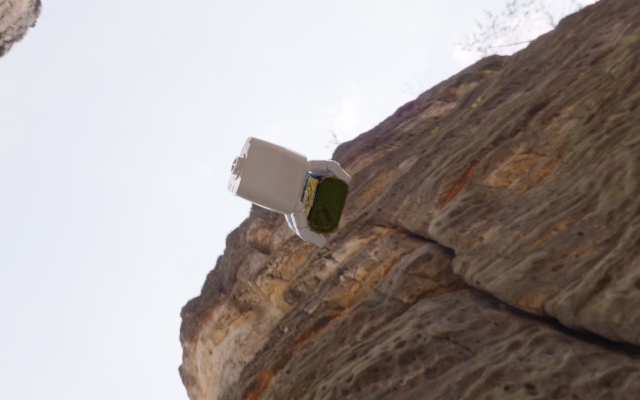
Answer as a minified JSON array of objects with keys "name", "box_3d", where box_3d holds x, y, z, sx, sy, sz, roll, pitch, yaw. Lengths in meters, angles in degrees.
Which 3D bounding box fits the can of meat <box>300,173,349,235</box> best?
[{"name":"can of meat","box_3d":[0.000,0.003,0.874,0.057,0.102,0.084,15,3,-23]}]
